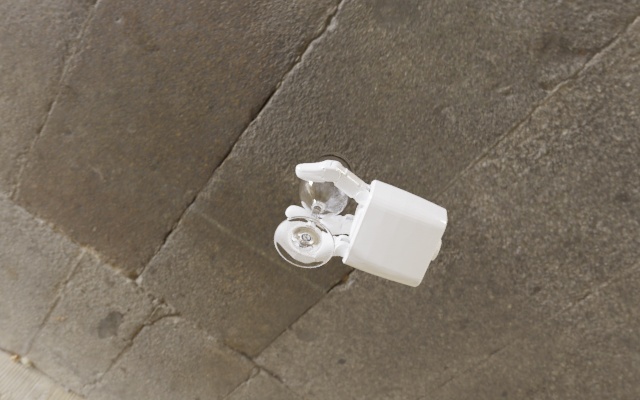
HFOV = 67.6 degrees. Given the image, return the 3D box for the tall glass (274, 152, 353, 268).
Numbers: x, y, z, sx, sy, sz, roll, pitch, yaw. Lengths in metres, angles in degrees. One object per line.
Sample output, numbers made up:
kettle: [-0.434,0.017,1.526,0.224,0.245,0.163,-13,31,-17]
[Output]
tall glass: [0.000,0.002,0.652,0.079,0.079,0.201,0,30,13]
